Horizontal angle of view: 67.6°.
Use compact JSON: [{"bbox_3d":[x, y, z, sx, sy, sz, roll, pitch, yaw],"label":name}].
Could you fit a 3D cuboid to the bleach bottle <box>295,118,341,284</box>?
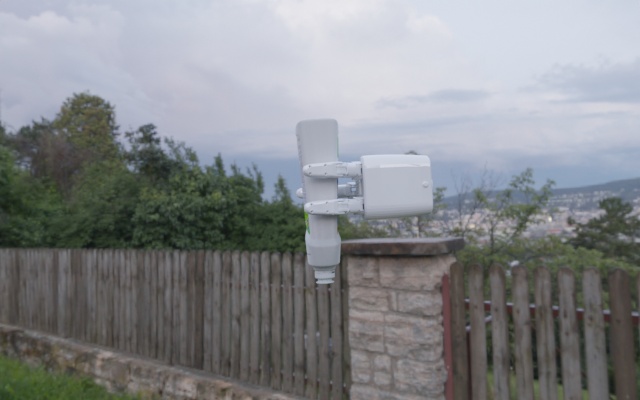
[{"bbox_3d":[0.000,0.002,0.753,0.068,0.251,0.102,-3,-1,-3],"label":"bleach bottle"}]
